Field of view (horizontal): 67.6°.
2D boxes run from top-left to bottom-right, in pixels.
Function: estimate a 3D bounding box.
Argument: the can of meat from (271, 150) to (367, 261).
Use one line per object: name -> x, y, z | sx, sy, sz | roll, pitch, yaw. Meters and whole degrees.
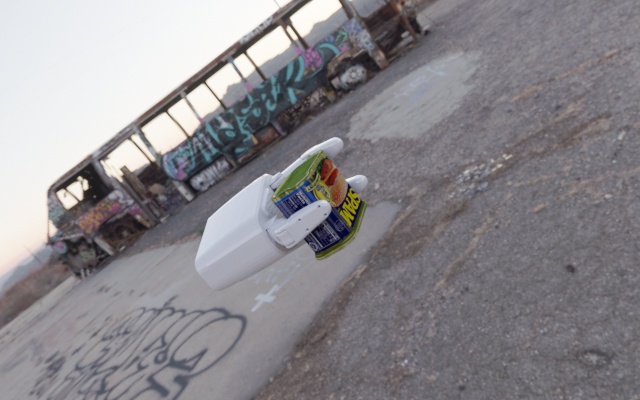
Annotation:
can of meat -> 0.000, 0.001, 0.525 | 0.057, 0.084, 0.102 | -32, 14, 26
